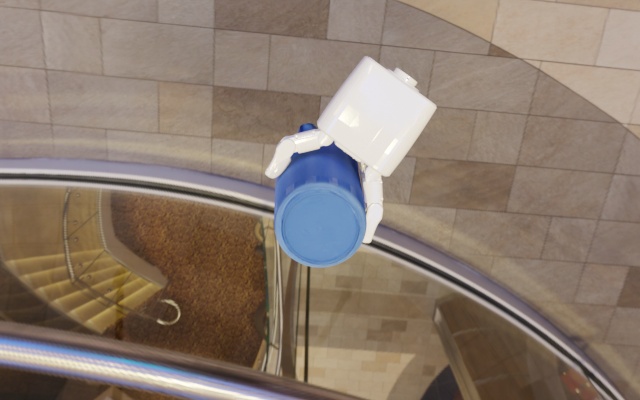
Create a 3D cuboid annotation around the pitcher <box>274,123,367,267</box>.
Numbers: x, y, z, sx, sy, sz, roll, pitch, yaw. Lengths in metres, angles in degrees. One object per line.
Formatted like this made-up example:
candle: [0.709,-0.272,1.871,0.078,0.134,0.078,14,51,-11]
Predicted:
pitcher: [0.000,0.002,0.660,0.149,0.145,0.242,33,16,-12]
